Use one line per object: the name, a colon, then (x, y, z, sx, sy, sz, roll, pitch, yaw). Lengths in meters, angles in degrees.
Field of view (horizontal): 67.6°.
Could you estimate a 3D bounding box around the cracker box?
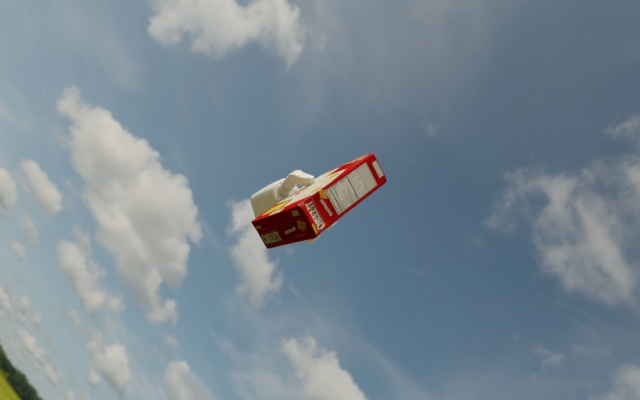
cracker box: (0.000, 0.003, 0.900, 0.213, 0.072, 0.164, -36, 10, -37)
